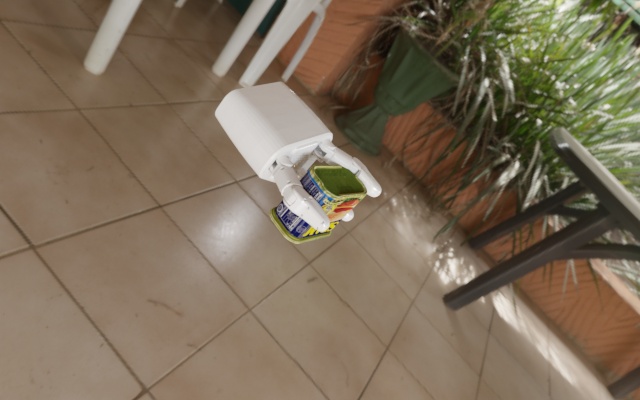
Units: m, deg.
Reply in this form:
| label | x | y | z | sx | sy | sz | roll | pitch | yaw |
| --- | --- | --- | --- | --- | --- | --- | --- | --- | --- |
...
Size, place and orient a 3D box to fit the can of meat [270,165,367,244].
| label | x | y | z | sx | sy | sz | roll | pitch | yaw |
| --- | --- | --- | --- | --- | --- | --- | --- | --- | --- |
| can of meat | 0.000 | 0.002 | 0.600 | 0.084 | 0.057 | 0.102 | -47 | -21 | 26 |
